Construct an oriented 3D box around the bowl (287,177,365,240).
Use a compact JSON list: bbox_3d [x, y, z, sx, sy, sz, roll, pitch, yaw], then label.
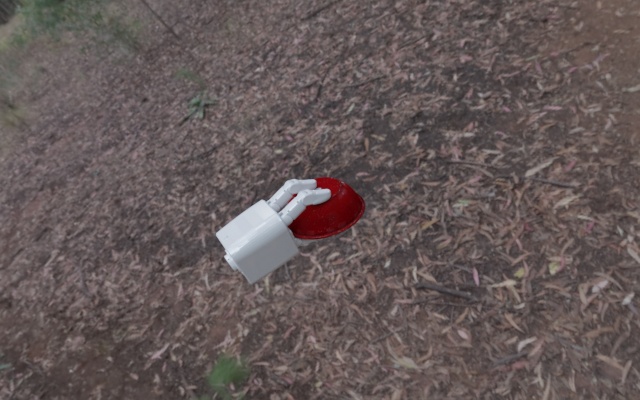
[{"bbox_3d":[0.001,0.002,0.895,0.162,0.055,0.162,-12,31,7],"label":"bowl"}]
